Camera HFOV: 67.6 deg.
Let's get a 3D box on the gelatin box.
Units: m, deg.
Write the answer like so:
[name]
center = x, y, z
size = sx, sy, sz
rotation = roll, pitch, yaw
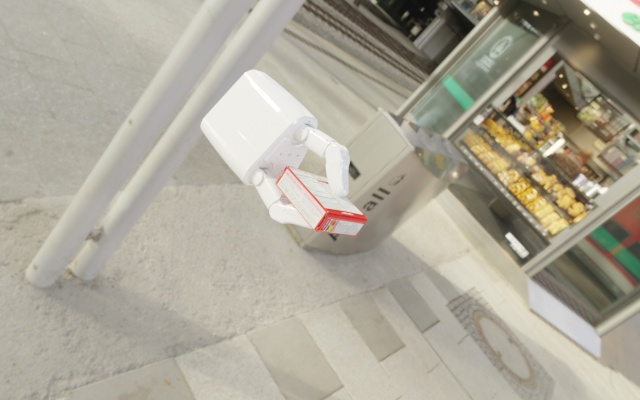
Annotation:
[gelatin box]
center = 0.001, 0.002, 0.547
size = 0.073, 0.030, 0.089
rotation = 12, 28, -49
